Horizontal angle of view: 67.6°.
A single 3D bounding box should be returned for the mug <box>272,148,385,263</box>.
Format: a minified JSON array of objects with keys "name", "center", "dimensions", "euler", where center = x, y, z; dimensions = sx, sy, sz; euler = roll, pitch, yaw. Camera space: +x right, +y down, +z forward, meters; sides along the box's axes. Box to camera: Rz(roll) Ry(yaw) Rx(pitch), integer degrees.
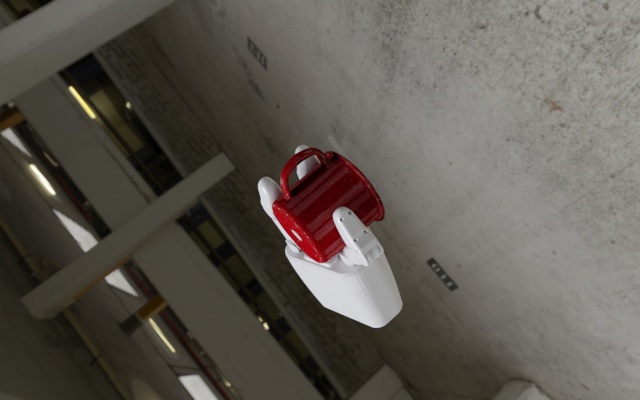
[{"name":"mug","center":[-0.001,0.001,0.482],"dimensions":[0.081,0.117,0.093],"euler":[-40,37,-15]}]
